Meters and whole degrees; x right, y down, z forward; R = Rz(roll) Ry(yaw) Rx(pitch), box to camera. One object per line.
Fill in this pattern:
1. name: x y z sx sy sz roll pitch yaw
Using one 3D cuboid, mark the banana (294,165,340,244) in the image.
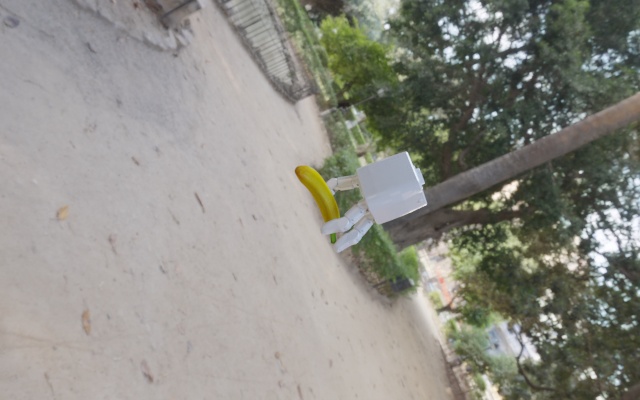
1. banana: 0.001 -0.006 0.914 0.037 0.198 0.069 -19 38 12
